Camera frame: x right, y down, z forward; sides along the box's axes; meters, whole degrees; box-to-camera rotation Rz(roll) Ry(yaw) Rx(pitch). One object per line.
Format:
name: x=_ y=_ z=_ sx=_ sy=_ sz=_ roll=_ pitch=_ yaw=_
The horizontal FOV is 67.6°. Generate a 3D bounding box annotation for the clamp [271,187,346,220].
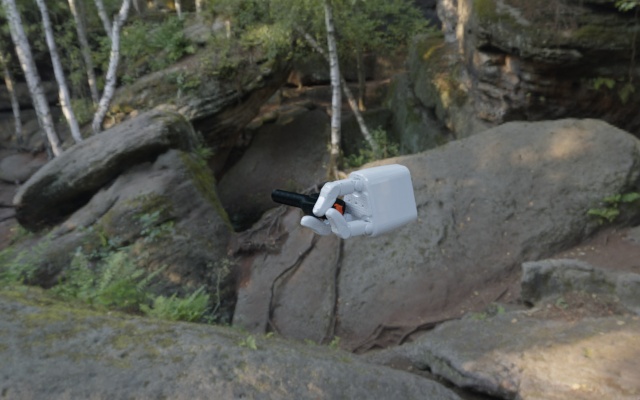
clamp: x=0.000 y=0.002 z=0.872 sx=0.120 sy=0.039 sz=0.171 roll=-13 pitch=23 yaw=-34
